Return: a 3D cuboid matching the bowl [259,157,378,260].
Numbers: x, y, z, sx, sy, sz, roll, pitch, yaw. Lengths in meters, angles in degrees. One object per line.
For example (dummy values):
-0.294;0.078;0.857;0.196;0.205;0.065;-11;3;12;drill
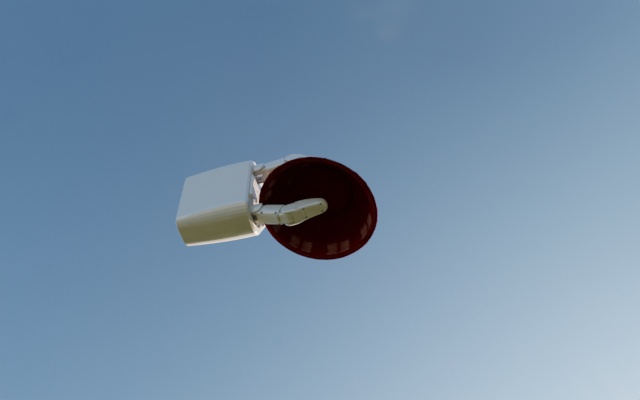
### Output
0.002;0.002;0.657;0.162;0.162;0.055;0;31;13;bowl
